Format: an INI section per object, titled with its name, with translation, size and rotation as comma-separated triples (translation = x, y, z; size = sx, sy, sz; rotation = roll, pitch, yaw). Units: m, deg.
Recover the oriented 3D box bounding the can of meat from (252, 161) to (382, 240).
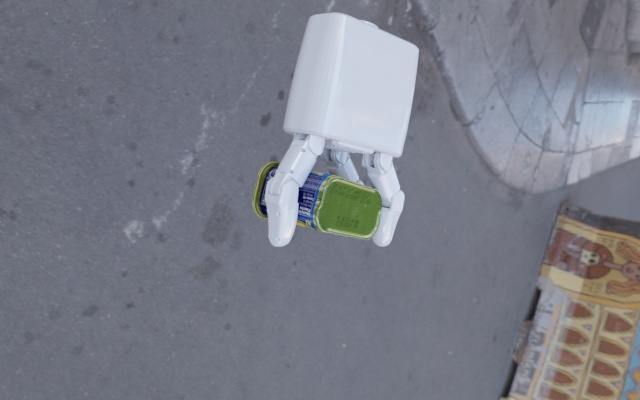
[can of meat]
translation = 0.000, 0.002, 0.466
size = 0.084, 0.057, 0.102
rotation = 13, -1, 41
